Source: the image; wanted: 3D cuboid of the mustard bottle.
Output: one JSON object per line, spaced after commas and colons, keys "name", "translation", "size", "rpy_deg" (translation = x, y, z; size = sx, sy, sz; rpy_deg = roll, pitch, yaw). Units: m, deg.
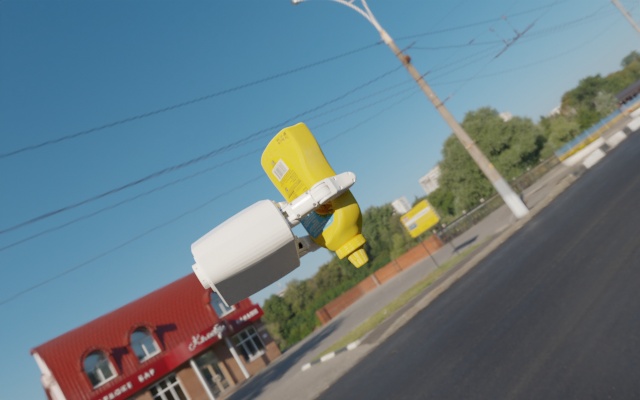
{"name": "mustard bottle", "translation": [0.000, 0.002, 0.611], "size": [0.058, 0.191, 0.096], "rpy_deg": [-27, -12, -37]}
